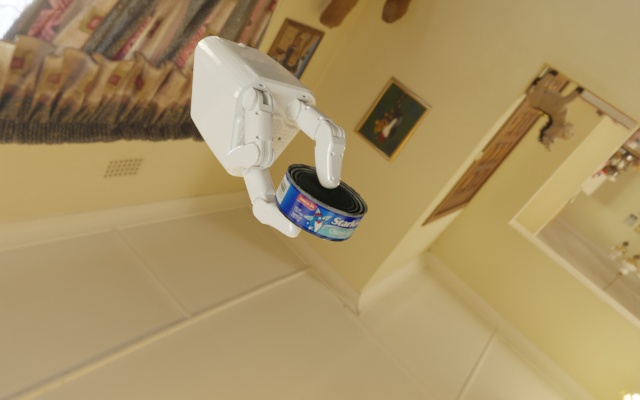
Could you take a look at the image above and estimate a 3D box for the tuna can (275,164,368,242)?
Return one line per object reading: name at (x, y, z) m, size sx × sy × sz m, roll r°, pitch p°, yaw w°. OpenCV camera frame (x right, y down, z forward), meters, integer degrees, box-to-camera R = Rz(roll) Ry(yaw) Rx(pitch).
tuna can at (0.000, 0.002, 0.457) m, size 0.086 × 0.034 × 0.086 m, roll 25°, pitch 21°, yaw -10°
